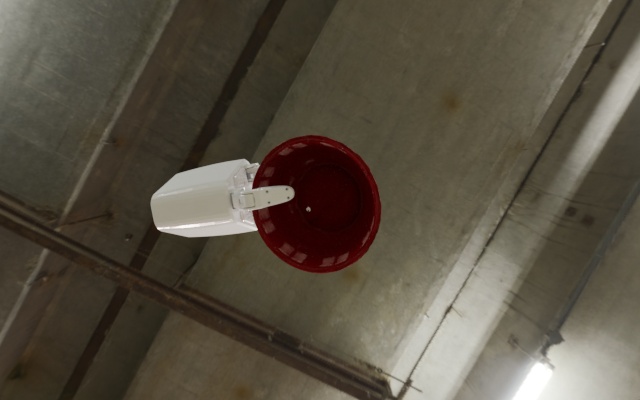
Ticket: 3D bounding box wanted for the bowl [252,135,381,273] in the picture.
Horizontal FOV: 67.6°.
[{"bbox_3d":[0.001,0.002,0.571,0.162,0.162,0.055,0,10,22],"label":"bowl"}]
